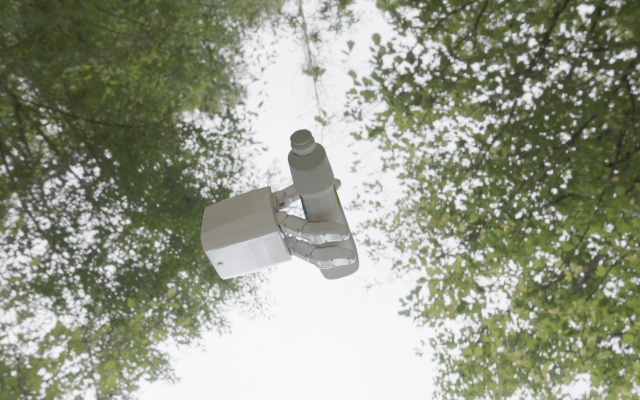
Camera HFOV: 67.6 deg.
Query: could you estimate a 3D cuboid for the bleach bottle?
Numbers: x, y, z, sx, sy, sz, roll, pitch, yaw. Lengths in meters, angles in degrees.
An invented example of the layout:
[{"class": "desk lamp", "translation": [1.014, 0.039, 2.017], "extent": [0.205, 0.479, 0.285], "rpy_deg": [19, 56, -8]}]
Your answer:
[{"class": "bleach bottle", "translation": [0.000, 0.002, 0.668], "extent": [0.068, 0.251, 0.102], "rpy_deg": [-17, 45, 0]}]
